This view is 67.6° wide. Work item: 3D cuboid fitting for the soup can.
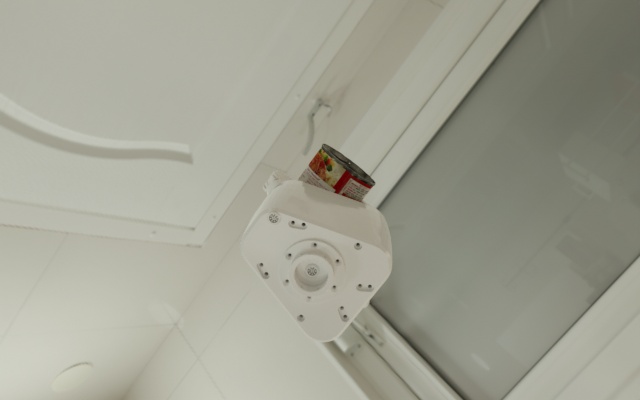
[{"bbox_3d":[0.000,0.002,0.499,0.068,0.102,0.068,35,12,-8],"label":"soup can"}]
